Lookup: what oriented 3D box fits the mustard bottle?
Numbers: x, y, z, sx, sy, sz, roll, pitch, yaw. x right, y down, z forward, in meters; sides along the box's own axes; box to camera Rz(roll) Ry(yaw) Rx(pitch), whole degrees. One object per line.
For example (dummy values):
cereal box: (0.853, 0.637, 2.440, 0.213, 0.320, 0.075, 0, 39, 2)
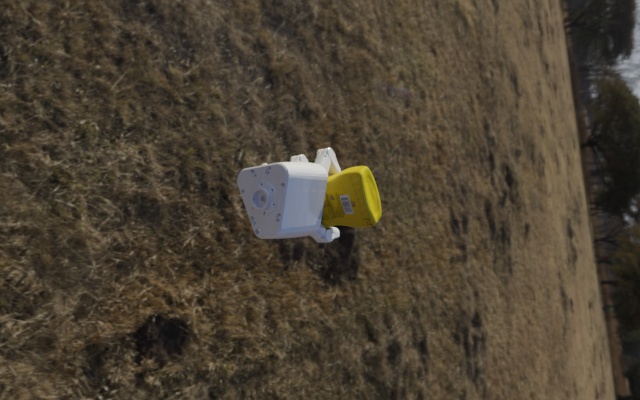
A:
mustard bottle: (0.001, 0.002, 0.796, 0.191, 0.096, 0.058, -7, 22, 30)
